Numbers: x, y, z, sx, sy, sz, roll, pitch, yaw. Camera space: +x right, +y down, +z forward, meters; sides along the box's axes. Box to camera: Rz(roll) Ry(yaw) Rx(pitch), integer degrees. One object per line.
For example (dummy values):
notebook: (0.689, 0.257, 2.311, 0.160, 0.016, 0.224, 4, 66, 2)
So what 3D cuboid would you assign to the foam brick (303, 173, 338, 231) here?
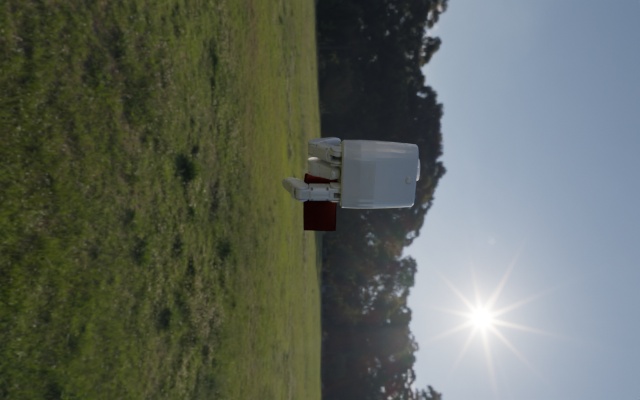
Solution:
foam brick: (0.000, 0.003, 0.734, 0.051, 0.078, 0.053, 1, 23, 1)
